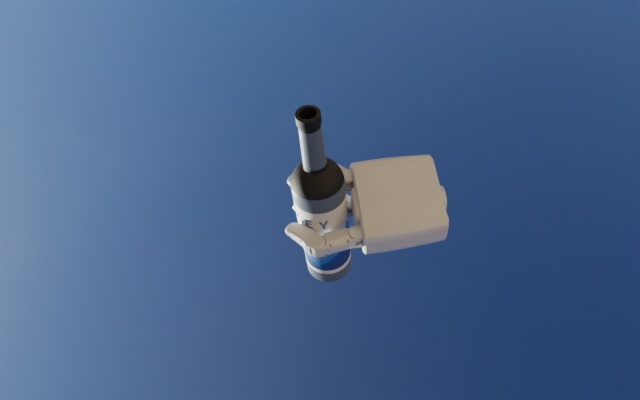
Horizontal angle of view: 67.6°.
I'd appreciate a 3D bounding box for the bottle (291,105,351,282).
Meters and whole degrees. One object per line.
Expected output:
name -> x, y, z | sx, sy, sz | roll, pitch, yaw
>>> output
bottle -> 0.000, 0.002, 0.607 | 0.069, 0.069, 0.296 | 0, -39, 7
